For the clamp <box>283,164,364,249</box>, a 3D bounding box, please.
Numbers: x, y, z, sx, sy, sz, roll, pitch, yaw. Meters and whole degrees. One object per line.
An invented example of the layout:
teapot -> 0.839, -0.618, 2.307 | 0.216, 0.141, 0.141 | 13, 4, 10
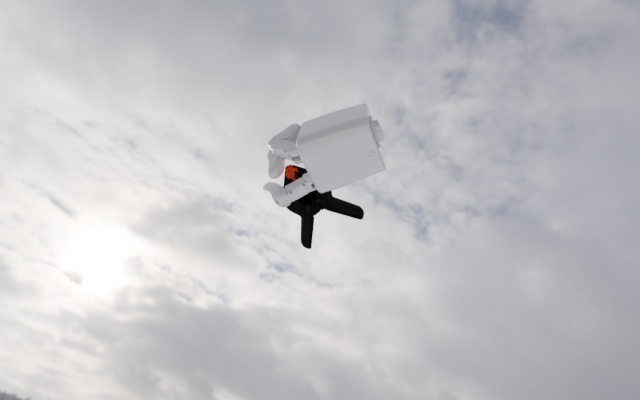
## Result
clamp -> 0.000, 0.002, 0.778 | 0.120, 0.172, 0.039 | -28, 44, -3
